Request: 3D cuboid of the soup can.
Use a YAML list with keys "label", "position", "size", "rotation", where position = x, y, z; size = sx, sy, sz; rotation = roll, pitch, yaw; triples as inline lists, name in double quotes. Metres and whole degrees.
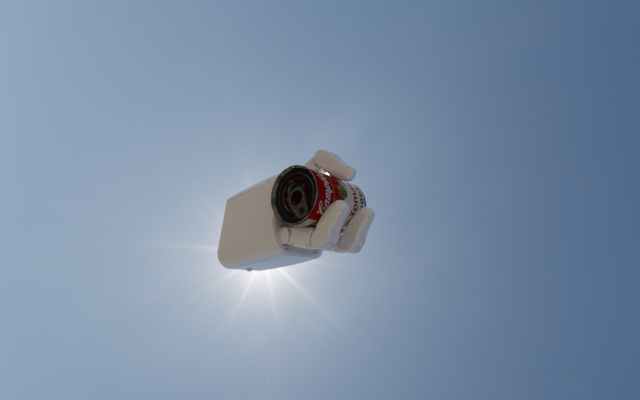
- label: "soup can"
  position: [0.001, 0.002, 0.570]
  size: [0.068, 0.068, 0.102]
  rotation: [0, -10, 38]
